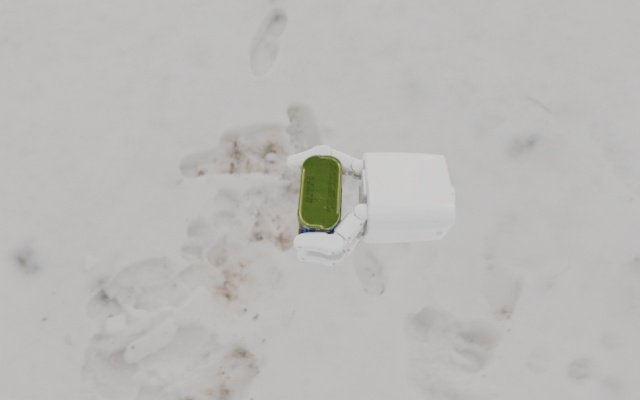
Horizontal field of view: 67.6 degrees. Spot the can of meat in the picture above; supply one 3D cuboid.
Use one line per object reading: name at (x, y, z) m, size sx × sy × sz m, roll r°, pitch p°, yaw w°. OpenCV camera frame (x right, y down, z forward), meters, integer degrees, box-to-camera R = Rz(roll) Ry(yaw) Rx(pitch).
can of meat at (0.000, 0.002, 0.614) m, size 0.057 × 0.102 × 0.084 m, roll 3°, pitch -19°, yaw 1°
